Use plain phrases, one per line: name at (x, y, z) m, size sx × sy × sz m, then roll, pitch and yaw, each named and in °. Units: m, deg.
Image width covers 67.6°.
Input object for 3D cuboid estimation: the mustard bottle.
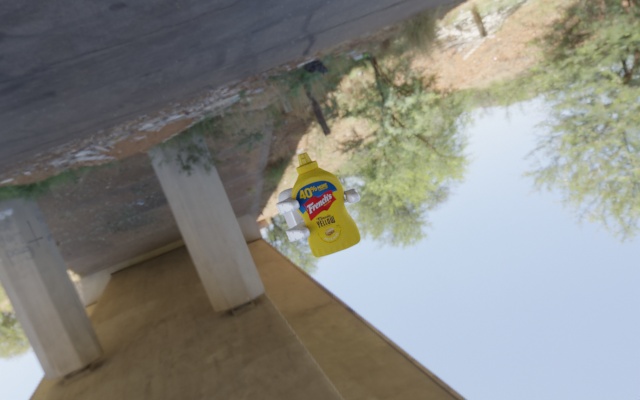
mustard bottle at (0.000, 0.003, 0.885) m, size 0.096 × 0.191 × 0.058 m, roll -20°, pitch 7°, yaw 9°
